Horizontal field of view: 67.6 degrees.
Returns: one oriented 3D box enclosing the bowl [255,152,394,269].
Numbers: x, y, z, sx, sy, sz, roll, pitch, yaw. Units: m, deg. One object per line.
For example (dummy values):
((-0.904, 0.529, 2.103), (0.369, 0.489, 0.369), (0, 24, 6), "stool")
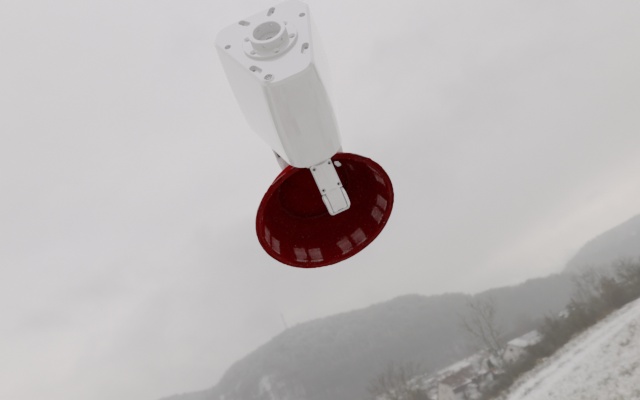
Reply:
((0.000, 0.003, 0.550), (0.162, 0.162, 0.055), (0, 36, -21), "bowl")
